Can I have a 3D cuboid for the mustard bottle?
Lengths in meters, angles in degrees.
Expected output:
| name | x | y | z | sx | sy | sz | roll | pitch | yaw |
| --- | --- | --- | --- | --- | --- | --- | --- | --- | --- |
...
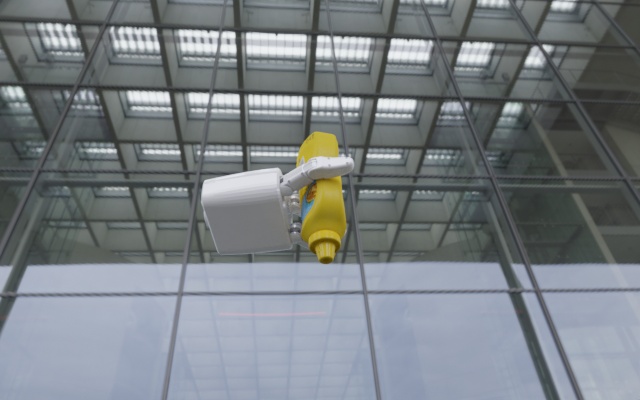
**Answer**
| name | x | y | z | sx | sy | sz | roll | pitch | yaw |
| --- | --- | --- | --- | --- | --- | --- | --- | --- | --- |
| mustard bottle | 0.000 | 0.002 | 0.652 | 0.058 | 0.191 | 0.096 | 9 | -42 | -15 |
